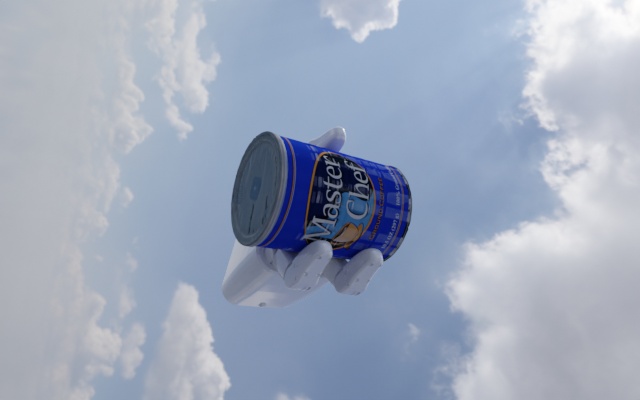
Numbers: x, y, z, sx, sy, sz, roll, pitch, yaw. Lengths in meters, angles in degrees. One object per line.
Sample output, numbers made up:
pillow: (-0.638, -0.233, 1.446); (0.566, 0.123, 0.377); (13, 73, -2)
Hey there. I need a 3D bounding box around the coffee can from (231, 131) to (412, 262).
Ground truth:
coffee can: (0.000, 0.001, 0.453); (0.140, 0.103, 0.103); (12, -6, -30)
